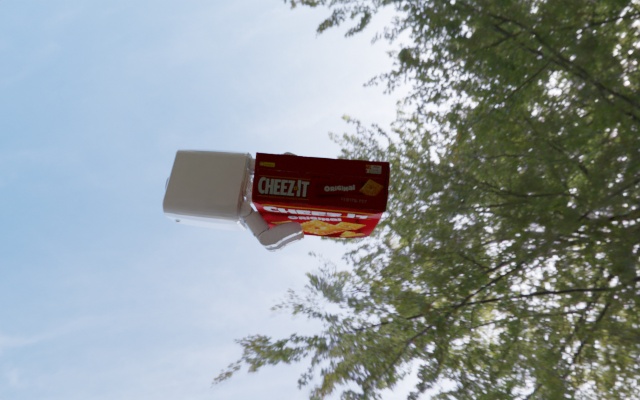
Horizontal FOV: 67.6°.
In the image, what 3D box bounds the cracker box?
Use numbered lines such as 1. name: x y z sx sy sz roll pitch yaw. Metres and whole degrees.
1. cracker box: 0.000 0.002 0.668 0.164 0.072 0.214 4 -12 1
